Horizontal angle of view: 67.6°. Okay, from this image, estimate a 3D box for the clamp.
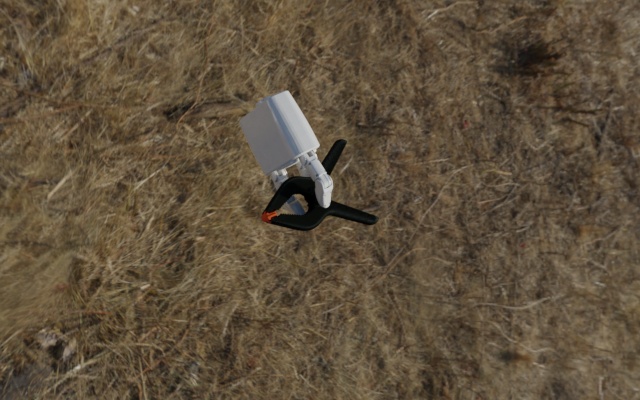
[{"bbox_3d":[0.000,0.003,0.819,0.210,0.164,0.036,-29,1,-28],"label":"clamp"}]
